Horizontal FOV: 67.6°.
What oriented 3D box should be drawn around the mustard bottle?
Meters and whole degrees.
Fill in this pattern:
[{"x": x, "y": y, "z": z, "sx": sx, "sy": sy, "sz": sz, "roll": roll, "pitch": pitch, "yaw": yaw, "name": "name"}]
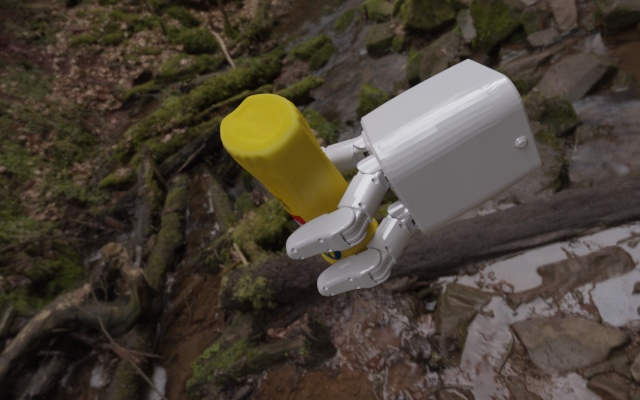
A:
[{"x": 0.000, "y": 0.001, "z": 0.400, "sx": 0.096, "sy": 0.058, "sz": 0.192, "roll": 35, "pitch": -12, "yaw": 52, "name": "mustard bottle"}]
